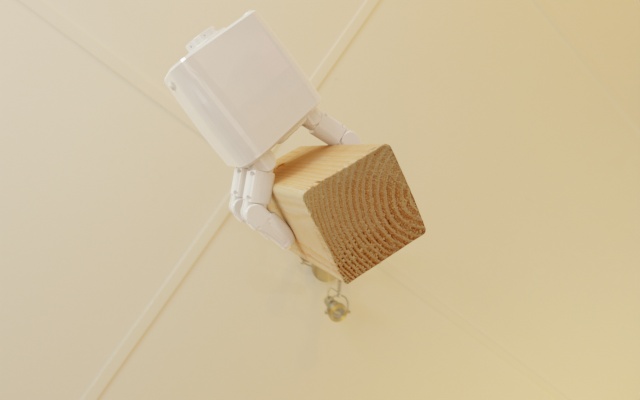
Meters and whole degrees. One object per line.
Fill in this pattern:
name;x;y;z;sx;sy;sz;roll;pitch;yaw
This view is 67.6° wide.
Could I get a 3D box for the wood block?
wood block;0.000;0.001;0.486;0.091;0.090;0.206;-31;16;-17
